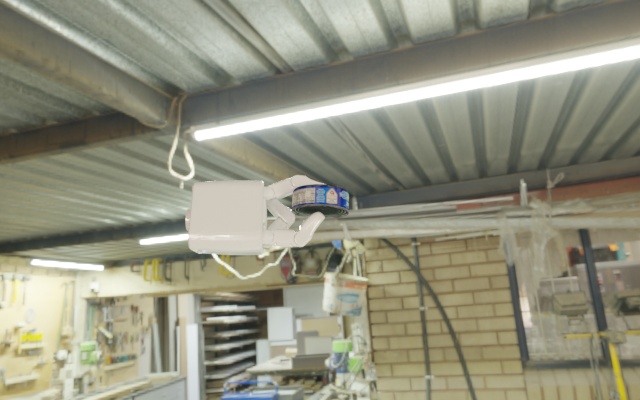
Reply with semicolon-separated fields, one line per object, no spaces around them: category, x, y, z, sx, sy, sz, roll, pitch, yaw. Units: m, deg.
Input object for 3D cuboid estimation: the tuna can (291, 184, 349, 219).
tuna can;0.000;0.002;0.715;0.086;0.033;0.086;2;-14;0
